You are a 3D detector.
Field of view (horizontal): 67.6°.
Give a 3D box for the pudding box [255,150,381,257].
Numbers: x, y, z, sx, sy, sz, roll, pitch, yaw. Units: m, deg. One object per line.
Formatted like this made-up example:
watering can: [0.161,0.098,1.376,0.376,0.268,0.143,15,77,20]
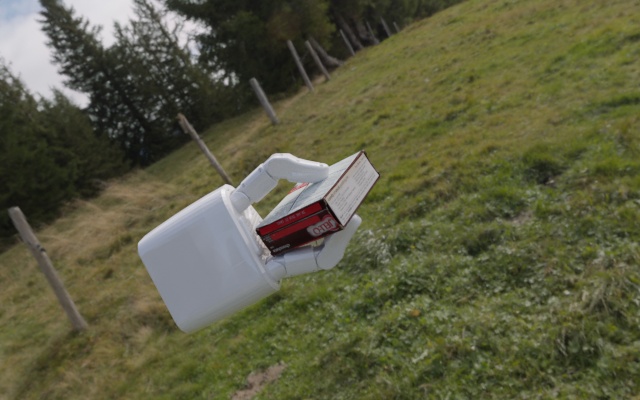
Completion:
pudding box: [0.000,0.001,0.473,0.090,0.039,0.113,-23,18,35]
